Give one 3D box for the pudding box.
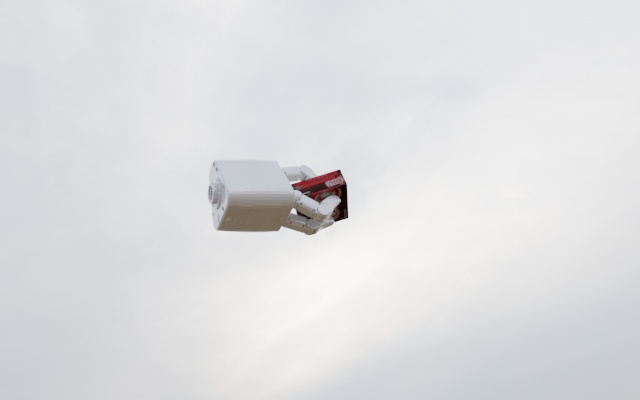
[{"bbox_3d":[0.000,0.003,0.816,0.090,0.039,0.114,-17,-30,-5],"label":"pudding box"}]
